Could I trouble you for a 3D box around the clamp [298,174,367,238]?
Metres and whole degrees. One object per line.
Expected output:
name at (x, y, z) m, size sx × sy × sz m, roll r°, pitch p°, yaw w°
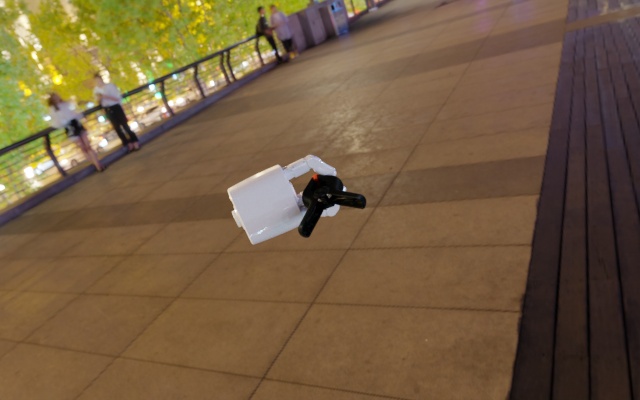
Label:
clamp at (0.000, 0.002, 0.830) m, size 0.120 × 0.039 × 0.171 m, roll -26°, pitch 24°, yaw -7°
